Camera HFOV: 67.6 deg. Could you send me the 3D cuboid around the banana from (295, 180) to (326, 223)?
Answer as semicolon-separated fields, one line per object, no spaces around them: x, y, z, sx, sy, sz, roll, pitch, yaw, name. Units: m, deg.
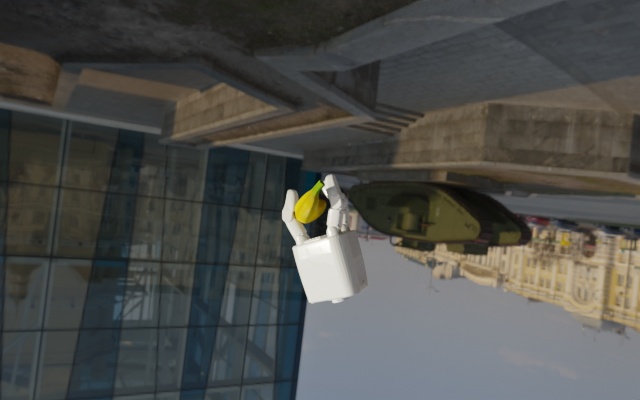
-0.015;0.013;0.863;0.069;0.037;0.198;-37;-7;-5;banana
